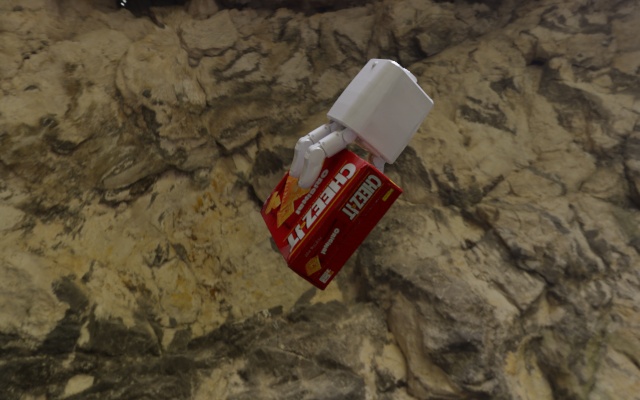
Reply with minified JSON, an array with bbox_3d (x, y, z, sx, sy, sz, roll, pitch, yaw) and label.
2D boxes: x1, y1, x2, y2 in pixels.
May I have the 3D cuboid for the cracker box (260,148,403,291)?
[{"bbox_3d":[0.000,0.002,0.680,0.072,0.164,0.213,36,5,-24],"label":"cracker box"}]
